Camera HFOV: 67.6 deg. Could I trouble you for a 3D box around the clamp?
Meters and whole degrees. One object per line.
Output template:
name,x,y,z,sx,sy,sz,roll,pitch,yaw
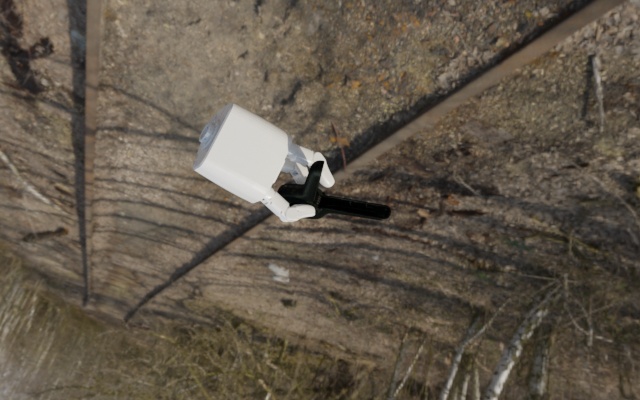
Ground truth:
clamp,-0.001,0.003,0.781,0.164,0.036,0.210,30,-26,-27
